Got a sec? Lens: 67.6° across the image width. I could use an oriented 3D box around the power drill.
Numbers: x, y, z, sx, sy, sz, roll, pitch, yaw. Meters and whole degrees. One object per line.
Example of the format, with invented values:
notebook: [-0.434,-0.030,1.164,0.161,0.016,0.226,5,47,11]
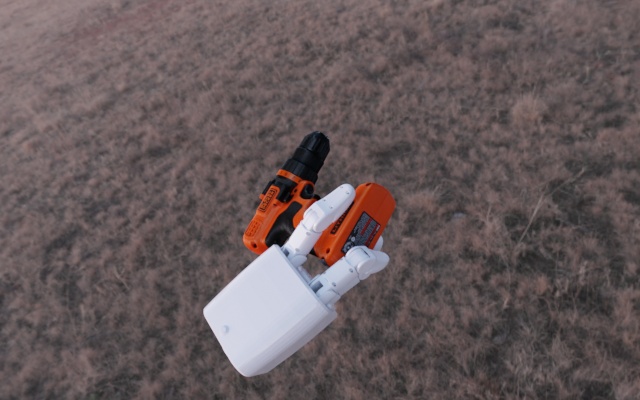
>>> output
power drill: [0.000,0.002,0.585,0.057,0.184,0.187,35,-11,-37]
